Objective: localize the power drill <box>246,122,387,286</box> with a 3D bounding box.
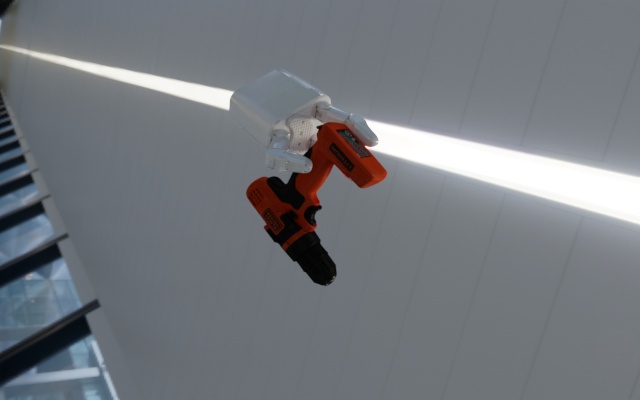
[{"bbox_3d":[0.000,0.002,0.651,0.188,0.184,0.057,-45,-12,27],"label":"power drill"}]
